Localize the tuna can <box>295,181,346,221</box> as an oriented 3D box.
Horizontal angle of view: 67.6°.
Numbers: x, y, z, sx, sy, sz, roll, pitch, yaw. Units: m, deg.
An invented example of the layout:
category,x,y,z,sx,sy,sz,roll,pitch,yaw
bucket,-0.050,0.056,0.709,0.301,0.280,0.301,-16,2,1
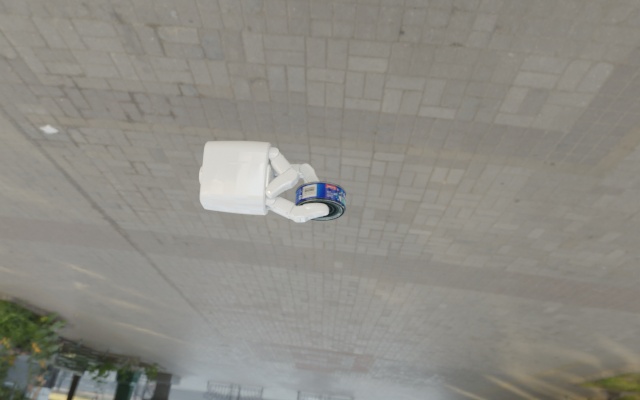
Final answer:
category,x,y,z,sx,sy,sz,roll,pitch,yaw
tuna can,0.000,0.003,0.800,0.086,0.033,0.086,1,-27,1
